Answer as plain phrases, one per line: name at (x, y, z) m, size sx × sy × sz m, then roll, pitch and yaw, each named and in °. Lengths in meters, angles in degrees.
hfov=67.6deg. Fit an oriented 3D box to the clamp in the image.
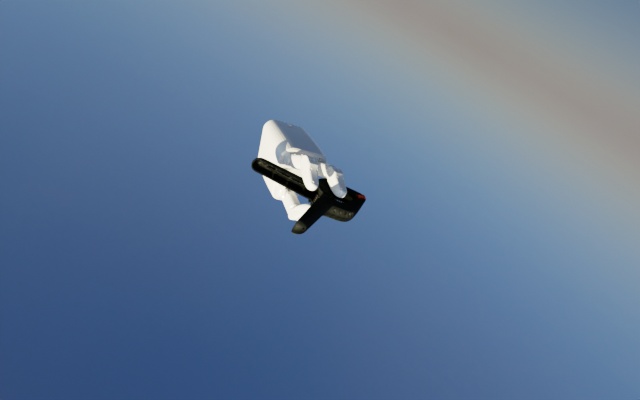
clamp at (0.000, 0.003, 0.785) m, size 0.210 × 0.036 × 0.164 m, roll 11°, pitch 35°, yaw -37°
